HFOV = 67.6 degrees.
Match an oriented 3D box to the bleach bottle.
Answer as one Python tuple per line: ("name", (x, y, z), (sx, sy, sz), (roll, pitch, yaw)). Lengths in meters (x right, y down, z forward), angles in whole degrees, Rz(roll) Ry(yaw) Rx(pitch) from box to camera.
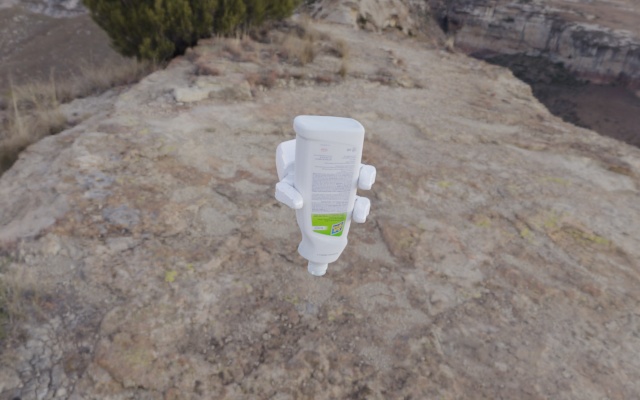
("bleach bottle", (0.000, 0.002, 0.724), (0.102, 0.251, 0.068), (1, 26, -14))
